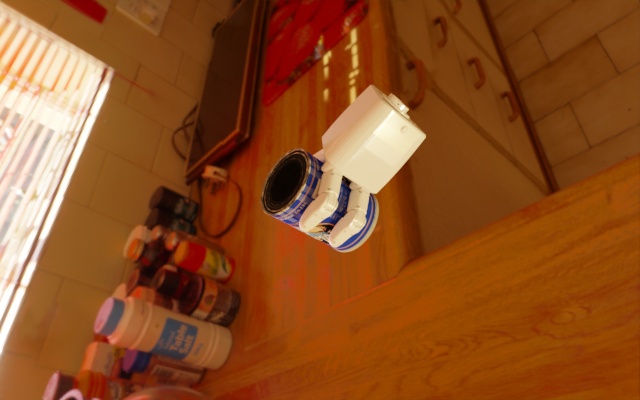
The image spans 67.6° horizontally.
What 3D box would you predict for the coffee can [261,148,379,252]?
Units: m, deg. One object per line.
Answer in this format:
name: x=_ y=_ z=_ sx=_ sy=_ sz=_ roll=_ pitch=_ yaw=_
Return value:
coffee can: x=0.000 y=0.002 z=0.690 sx=0.140 sy=0.102 sz=0.103 roll=30 pitch=-18 yaw=-34
